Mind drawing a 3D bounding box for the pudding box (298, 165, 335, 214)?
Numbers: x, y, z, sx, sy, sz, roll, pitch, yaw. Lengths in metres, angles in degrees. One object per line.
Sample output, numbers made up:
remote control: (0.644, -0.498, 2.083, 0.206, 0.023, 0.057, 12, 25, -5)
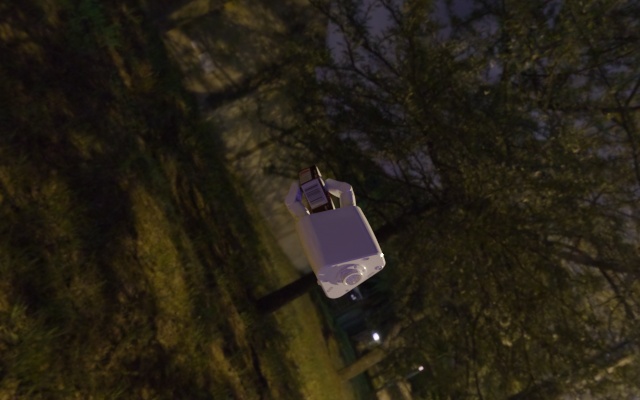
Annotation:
pudding box: (0.000, 0.003, 0.839, 0.039, 0.113, 0.090, -22, 19, 2)
